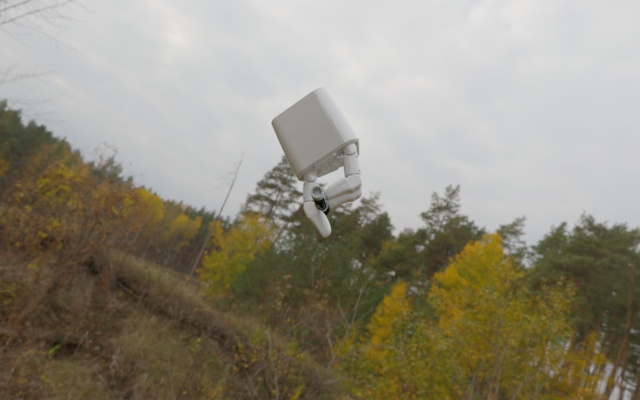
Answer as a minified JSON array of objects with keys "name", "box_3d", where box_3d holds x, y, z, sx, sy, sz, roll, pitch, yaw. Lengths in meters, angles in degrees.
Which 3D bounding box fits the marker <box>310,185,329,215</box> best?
[{"name":"marker","box_3d":[0.000,0.002,0.717,0.020,0.020,0.121,0,-14,5]}]
